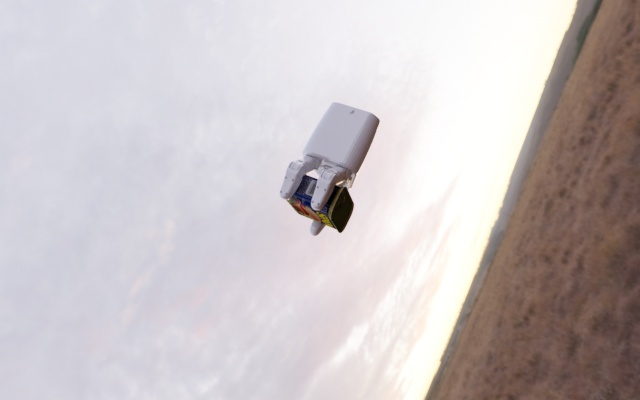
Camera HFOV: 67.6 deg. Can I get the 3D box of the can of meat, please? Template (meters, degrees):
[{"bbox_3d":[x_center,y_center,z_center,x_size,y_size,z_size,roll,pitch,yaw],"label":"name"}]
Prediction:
[{"bbox_3d":[0.000,0.003,0.770,0.084,0.057,0.102,21,-14,20],"label":"can of meat"}]
